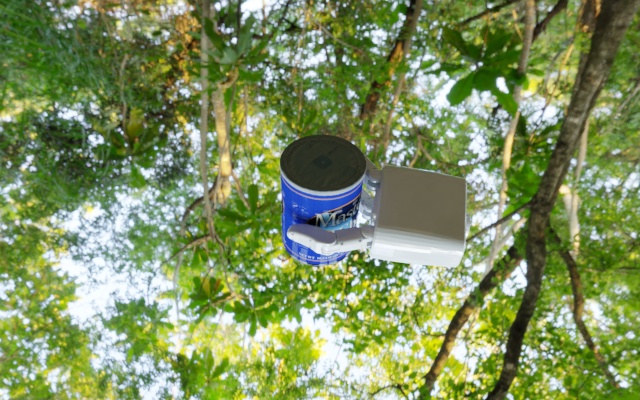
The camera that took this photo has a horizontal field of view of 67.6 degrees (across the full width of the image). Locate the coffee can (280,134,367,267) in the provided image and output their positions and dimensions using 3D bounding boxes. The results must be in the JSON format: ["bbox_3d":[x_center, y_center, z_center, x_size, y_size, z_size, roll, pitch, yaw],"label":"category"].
[{"bbox_3d":[0.000,0.002,0.612,0.103,0.102,0.140,0,-44,-4],"label":"coffee can"}]
